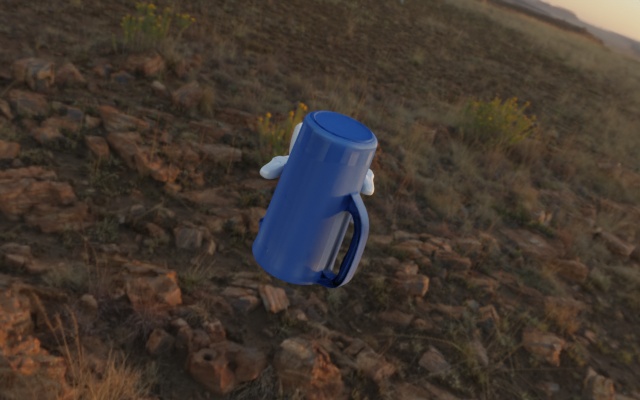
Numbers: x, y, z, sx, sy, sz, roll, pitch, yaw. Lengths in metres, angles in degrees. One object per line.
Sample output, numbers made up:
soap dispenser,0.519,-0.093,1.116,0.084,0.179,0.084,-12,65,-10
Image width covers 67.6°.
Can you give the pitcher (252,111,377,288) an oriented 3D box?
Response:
pitcher,0.000,0.002,0.706,0.149,0.243,0.145,16,29,-10
